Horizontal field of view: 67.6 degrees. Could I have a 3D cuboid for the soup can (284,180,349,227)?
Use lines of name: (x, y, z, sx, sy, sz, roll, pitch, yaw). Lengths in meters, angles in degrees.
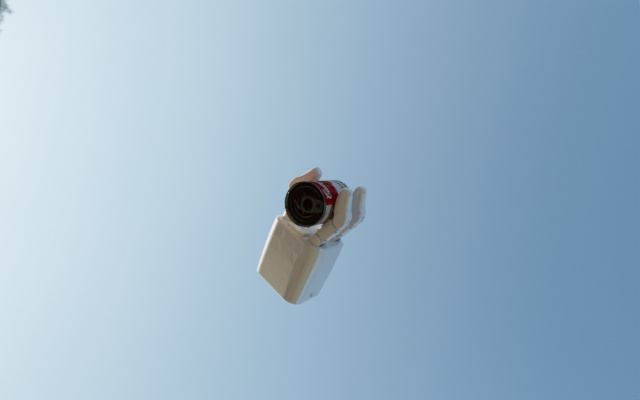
soup can: (0.000, 0.002, 0.737, 0.068, 0.068, 0.102, 0, 4, 28)
